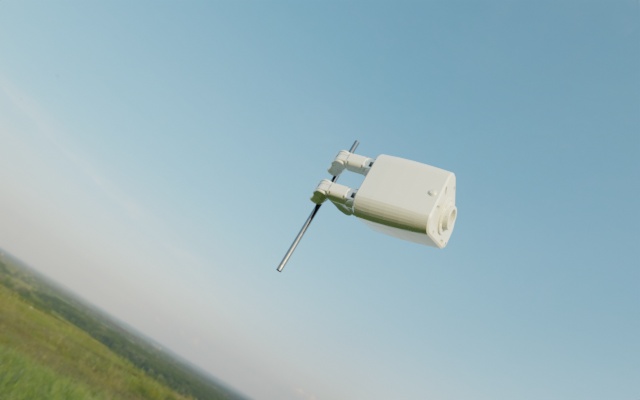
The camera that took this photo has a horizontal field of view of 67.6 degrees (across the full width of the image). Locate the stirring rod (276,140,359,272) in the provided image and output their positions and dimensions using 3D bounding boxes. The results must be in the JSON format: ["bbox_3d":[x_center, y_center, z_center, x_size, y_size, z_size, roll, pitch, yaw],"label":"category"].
[{"bbox_3d":[0.000,0.002,0.703,0.011,0.239,0.011,26,-24,13],"label":"stirring rod"}]
